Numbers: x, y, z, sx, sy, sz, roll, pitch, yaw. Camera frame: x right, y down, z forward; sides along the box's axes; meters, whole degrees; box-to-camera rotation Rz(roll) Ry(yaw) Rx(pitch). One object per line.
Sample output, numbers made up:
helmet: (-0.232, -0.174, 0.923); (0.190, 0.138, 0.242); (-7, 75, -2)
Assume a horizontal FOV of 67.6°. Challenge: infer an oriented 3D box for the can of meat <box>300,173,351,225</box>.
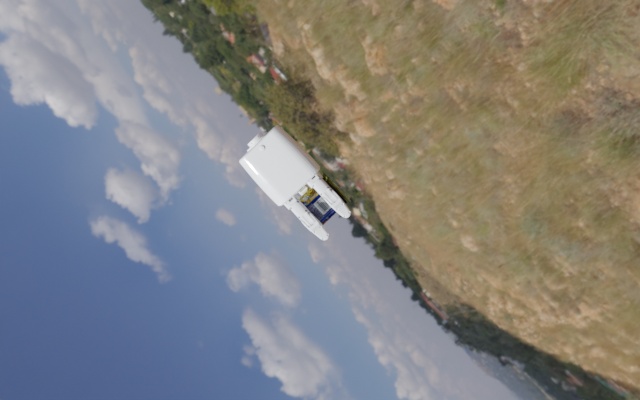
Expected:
can of meat: (0.000, 0.003, 0.875); (0.084, 0.057, 0.102); (-43, 14, 1)
